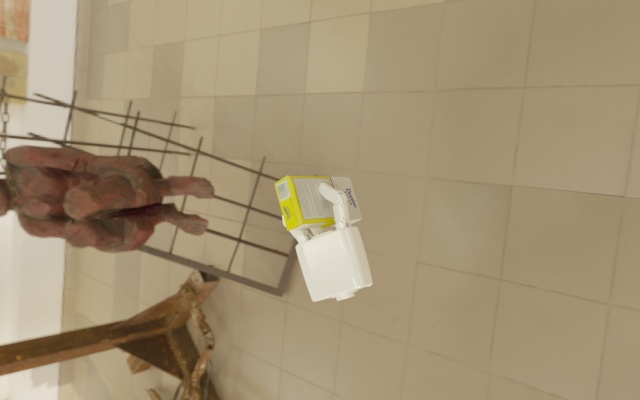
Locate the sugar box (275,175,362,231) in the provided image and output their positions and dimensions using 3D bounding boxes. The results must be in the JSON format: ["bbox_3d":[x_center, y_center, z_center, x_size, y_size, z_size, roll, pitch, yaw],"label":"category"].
[{"bbox_3d":[0.000,0.003,0.899,0.048,0.093,0.176,-25,-16,36],"label":"sugar box"}]
